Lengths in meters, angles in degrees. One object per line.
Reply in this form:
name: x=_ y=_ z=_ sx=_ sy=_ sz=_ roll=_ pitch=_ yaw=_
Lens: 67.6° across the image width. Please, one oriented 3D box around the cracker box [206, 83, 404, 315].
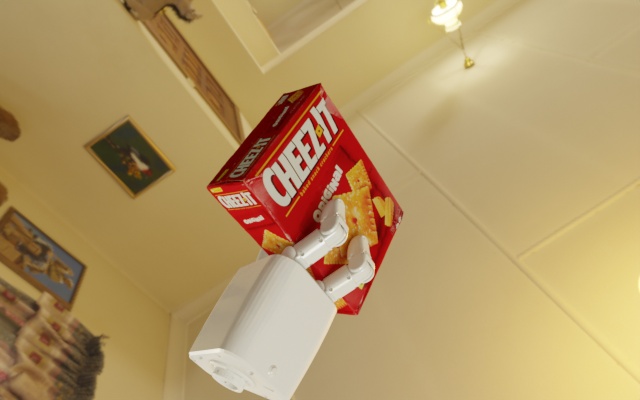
cracker box: x=0.000 y=0.002 z=0.549 sx=0.072 sy=0.164 sz=0.214 roll=-6 pitch=-49 yaw=43
